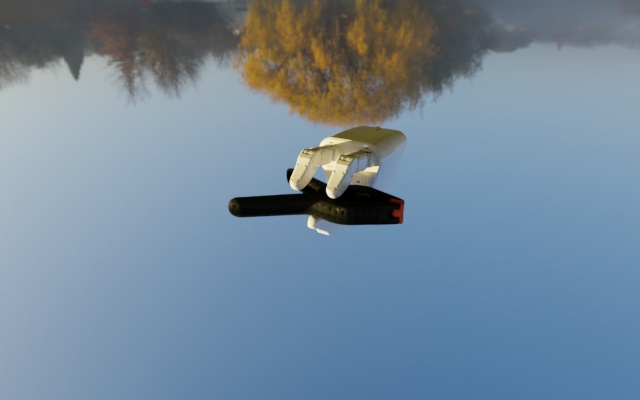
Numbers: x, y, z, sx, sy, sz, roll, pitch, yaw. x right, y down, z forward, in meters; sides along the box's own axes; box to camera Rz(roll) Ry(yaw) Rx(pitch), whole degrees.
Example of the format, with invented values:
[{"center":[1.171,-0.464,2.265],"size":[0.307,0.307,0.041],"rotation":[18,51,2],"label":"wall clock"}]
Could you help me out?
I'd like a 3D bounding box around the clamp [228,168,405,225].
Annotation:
[{"center":[0.001,0.003,0.612],"size":[0.210,0.036,0.164],"rotation":[12,24,29],"label":"clamp"}]
